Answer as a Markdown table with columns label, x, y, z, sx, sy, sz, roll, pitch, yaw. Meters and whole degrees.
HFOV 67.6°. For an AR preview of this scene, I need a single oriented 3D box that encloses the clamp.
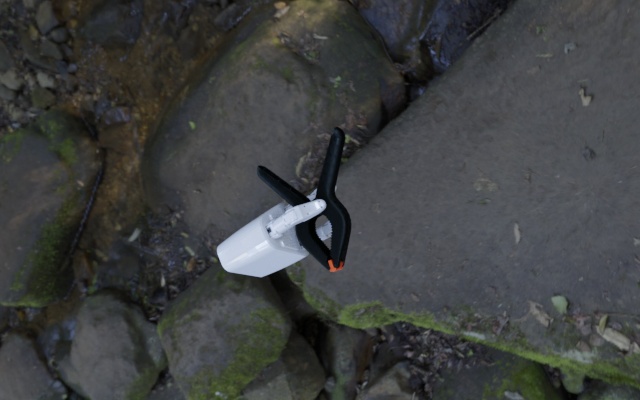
| label | x | y | z | sx | sy | sz | roll | pitch | yaw |
| --- | --- | --- | --- | --- | --- | --- | --- | --- | --- |
| clamp | 0.000 | 0.003 | 0.730 | 0.164 | 0.210 | 0.036 | -31 | -13 | 27 |
